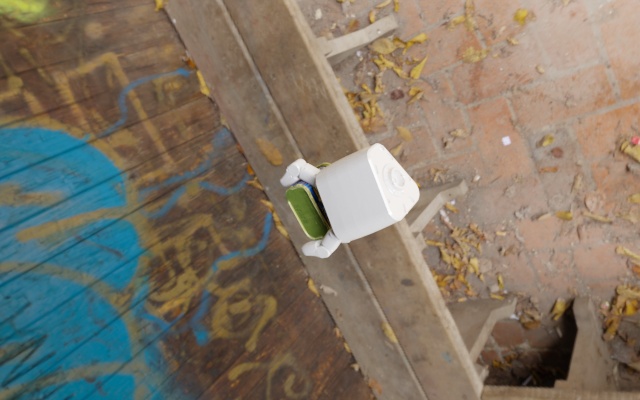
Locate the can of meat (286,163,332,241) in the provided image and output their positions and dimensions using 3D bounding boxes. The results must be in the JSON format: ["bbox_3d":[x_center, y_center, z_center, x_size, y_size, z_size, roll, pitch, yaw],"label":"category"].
[{"bbox_3d":[0.000,0.003,0.774,0.057,0.102,0.084,-20,13,42],"label":"can of meat"}]
